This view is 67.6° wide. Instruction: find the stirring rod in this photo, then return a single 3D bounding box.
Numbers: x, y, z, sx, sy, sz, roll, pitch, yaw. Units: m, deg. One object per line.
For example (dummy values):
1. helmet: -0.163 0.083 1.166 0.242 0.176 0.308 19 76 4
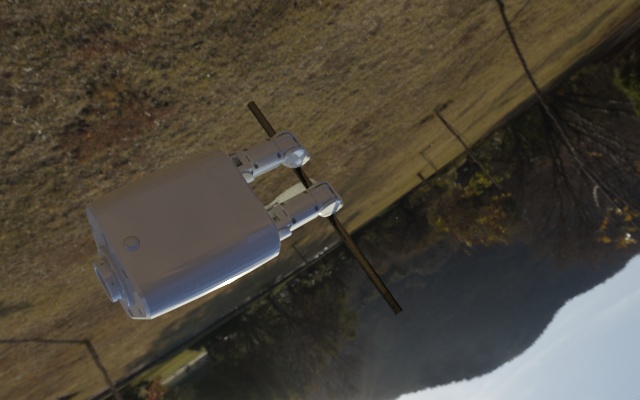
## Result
1. stirring rod: 0.000 0.001 0.438 0.011 0.239 0.011 -34 -13 -9
